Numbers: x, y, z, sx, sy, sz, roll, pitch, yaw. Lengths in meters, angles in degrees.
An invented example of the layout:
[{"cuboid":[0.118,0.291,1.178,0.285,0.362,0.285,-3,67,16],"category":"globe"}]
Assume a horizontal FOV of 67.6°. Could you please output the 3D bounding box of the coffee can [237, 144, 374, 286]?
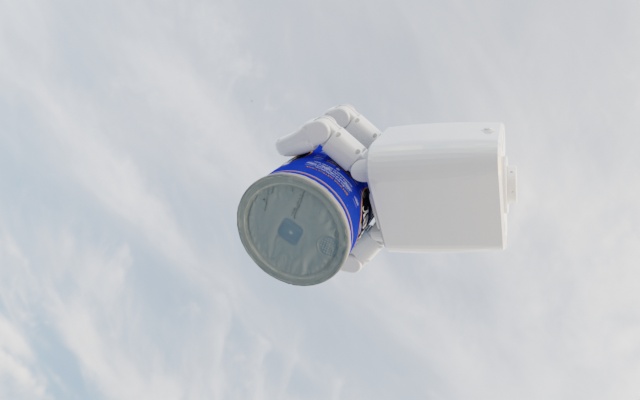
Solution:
[{"cuboid":[0.000,0.002,0.455,0.103,0.103,0.140,0,22,23],"category":"coffee can"}]
